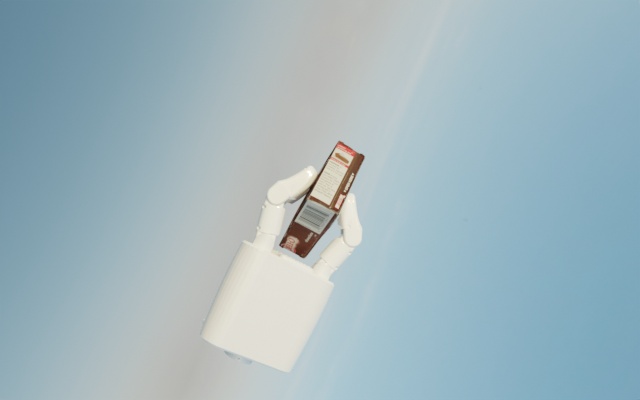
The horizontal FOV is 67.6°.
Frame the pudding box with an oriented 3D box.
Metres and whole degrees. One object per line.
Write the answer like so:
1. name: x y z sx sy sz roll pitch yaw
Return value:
1. pudding box: 0.000 0.002 0.531 0.039 0.090 0.113 30 -36 -5
